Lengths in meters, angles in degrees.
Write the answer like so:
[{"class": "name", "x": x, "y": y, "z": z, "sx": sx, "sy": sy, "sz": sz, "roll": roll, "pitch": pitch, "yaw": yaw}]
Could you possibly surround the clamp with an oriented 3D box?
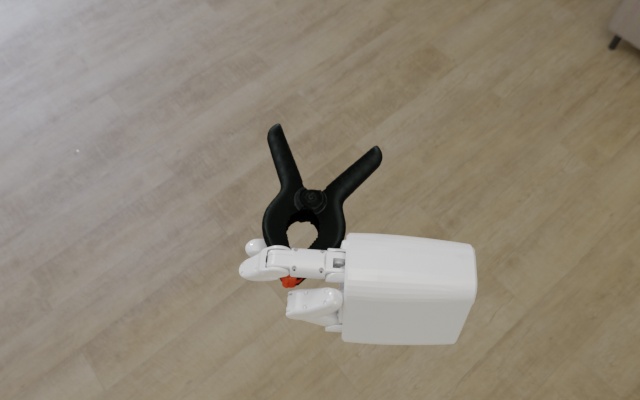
[{"class": "clamp", "x": 0.000, "y": 0.001, "z": 0.464, "sx": 0.120, "sy": 0.171, "sz": 0.039, "roll": 3, "pitch": -26, "yaw": 3}]
